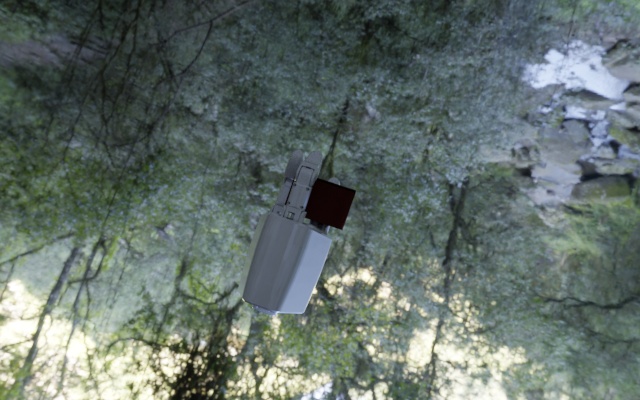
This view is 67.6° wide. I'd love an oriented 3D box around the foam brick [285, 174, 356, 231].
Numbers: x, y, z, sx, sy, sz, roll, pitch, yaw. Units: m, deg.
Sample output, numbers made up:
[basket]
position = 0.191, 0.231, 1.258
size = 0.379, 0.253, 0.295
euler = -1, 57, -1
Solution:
[foam brick]
position = 0.000, 0.002, 0.601
size = 0.078, 0.051, 0.053
euler = 18, -4, 6
